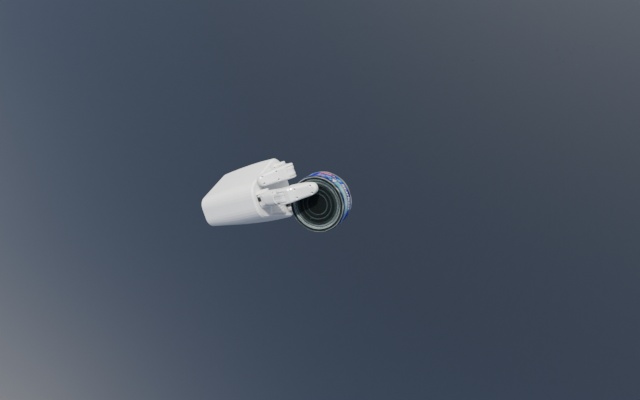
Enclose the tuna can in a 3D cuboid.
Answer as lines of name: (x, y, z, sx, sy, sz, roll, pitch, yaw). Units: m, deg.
tuna can: (0.000, 0.002, 0.698, 0.086, 0.086, 0.033, 0, 13, 23)
